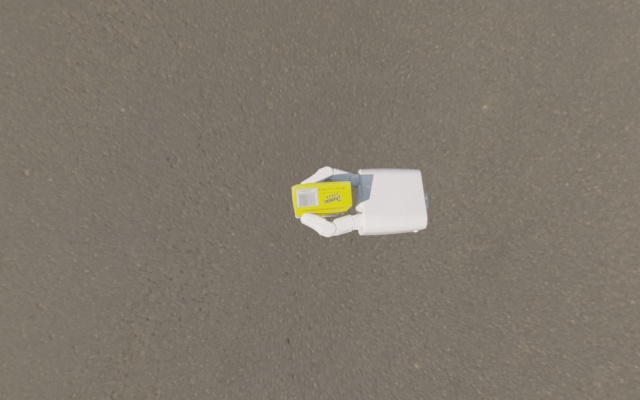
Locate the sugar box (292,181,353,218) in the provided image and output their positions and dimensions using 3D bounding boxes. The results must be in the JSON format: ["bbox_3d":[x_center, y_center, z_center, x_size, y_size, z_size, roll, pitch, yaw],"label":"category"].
[{"bbox_3d":[0.000,0.003,0.821,0.093,0.048,0.176,-3,-9,-2],"label":"sugar box"}]
